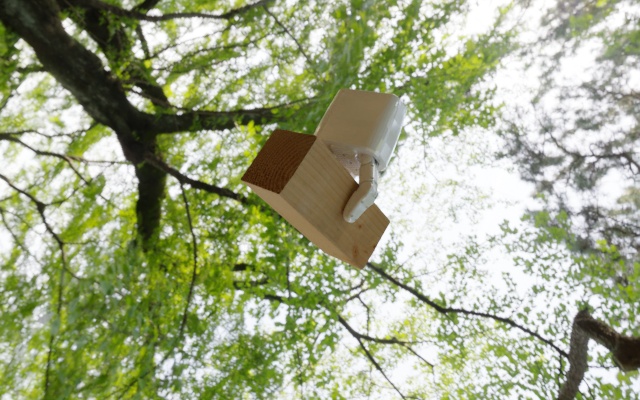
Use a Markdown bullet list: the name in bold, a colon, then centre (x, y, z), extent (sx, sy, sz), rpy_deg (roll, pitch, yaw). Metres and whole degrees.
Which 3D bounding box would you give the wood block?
- **wood block**: centre (0.001, 0.002, 0.671), extent (0.091, 0.090, 0.206), rpy_deg (18, -20, 46)
